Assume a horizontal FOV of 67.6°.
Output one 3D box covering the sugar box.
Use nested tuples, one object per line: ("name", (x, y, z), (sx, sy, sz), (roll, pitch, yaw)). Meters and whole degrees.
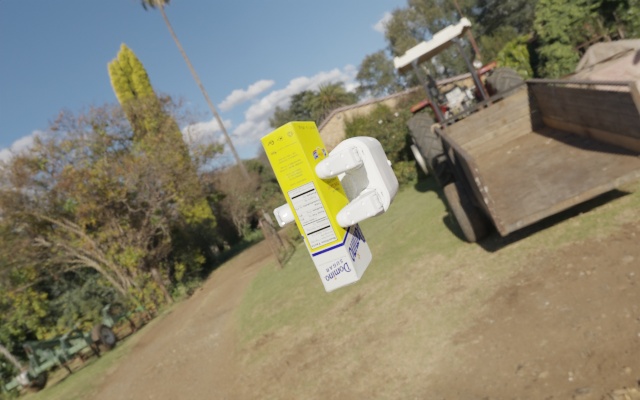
("sugar box", (0.001, 0.001, 0.526), (0.048, 0.176, 0.093), (-25, 3, 18))
